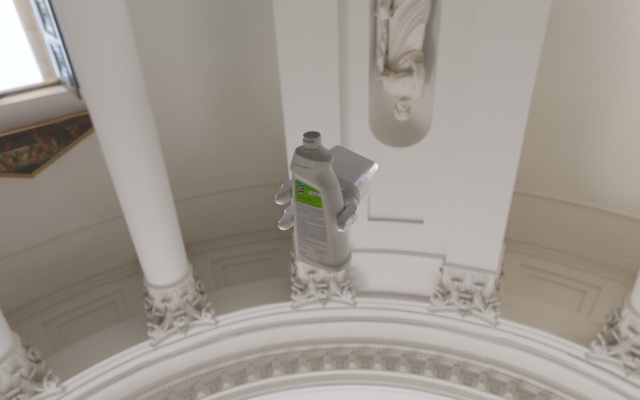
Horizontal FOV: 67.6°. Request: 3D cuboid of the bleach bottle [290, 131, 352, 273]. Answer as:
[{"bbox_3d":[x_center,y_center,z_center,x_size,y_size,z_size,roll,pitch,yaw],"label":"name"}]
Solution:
[{"bbox_3d":[0.000,0.003,0.824,0.102,0.251,0.068,14,36,25],"label":"bleach bottle"}]
